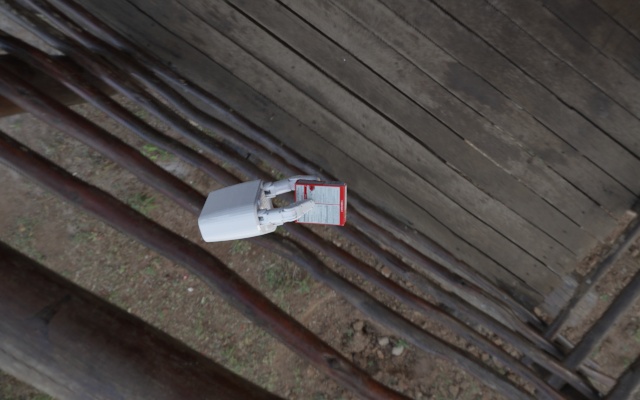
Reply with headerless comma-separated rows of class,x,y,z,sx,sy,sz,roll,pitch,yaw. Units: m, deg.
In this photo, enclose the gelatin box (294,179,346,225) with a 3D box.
gelatin box,0.000,0.003,0.833,0.089,0.073,0.030,3,19,11
